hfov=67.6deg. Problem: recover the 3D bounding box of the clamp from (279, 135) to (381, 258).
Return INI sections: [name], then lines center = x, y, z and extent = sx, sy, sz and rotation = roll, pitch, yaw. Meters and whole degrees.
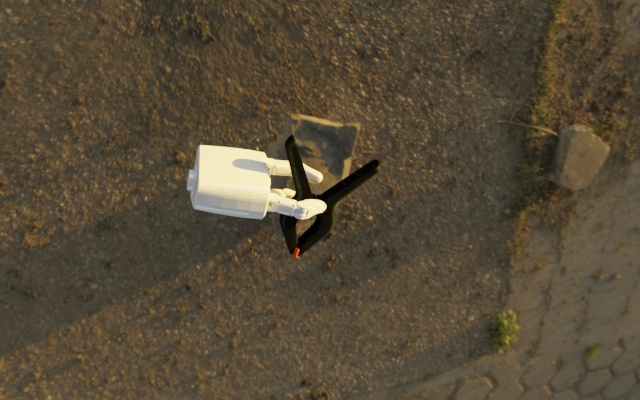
[clamp]
center = 0.000, 0.003, 0.782
extent = 0.164, 0.210, 0.036
rotation = 7, 27, -20
